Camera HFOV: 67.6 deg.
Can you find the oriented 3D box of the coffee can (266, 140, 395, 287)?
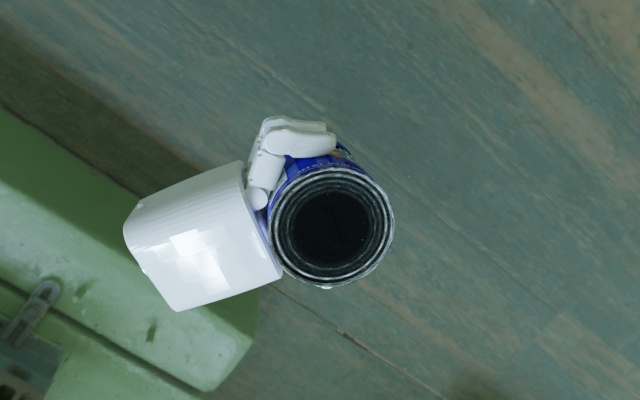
[{"bbox_3d":[0.000,0.001,0.442,0.103,0.103,0.140,0,18,-8],"label":"coffee can"}]
